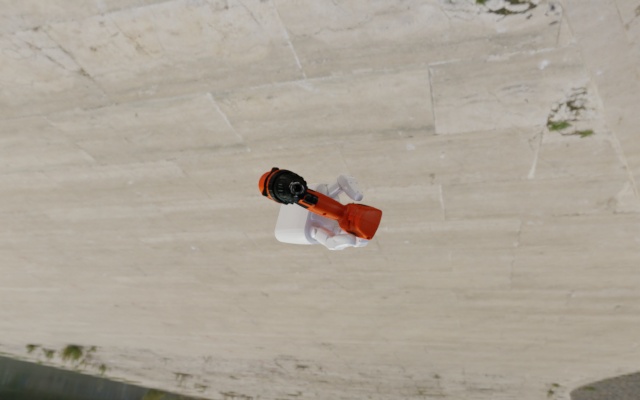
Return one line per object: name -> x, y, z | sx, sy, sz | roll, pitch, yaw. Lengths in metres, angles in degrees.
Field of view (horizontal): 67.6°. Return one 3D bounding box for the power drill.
power drill -> 0.000, 0.003, 0.753 | 0.188, 0.057, 0.184 | 25, -2, -18
